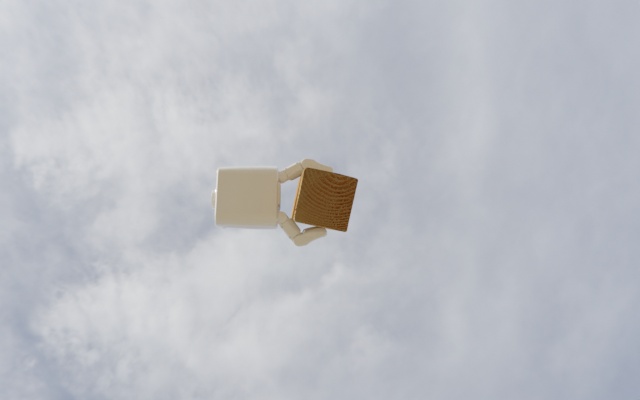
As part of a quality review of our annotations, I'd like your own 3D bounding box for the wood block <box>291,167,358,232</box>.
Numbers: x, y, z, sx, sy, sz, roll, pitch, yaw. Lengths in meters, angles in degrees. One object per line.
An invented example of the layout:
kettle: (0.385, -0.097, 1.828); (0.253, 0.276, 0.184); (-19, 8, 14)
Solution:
wood block: (0.000, 0.002, 0.858); (0.090, 0.091, 0.206); (12, -3, -5)
